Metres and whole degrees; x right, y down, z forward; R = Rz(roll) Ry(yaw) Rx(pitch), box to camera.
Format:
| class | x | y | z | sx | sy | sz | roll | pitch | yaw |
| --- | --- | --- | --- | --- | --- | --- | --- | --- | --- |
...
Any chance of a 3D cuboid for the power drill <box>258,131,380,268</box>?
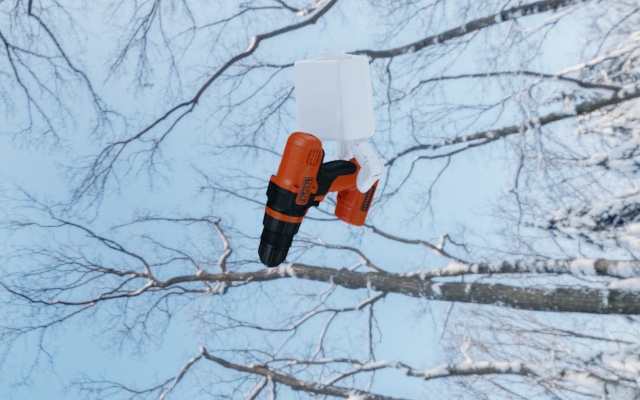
| class | x | y | z | sx | sy | sz | roll | pitch | yaw |
| --- | --- | --- | --- | --- | --- | --- | --- | --- | --- |
| power drill | 0.000 | 0.002 | 0.669 | 0.057 | 0.184 | 0.187 | 29 | 18 | 33 |
